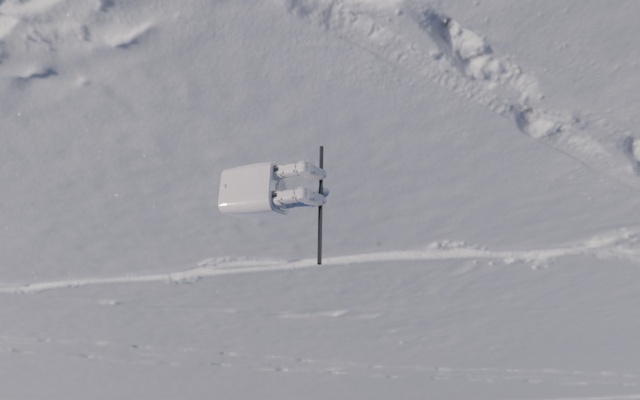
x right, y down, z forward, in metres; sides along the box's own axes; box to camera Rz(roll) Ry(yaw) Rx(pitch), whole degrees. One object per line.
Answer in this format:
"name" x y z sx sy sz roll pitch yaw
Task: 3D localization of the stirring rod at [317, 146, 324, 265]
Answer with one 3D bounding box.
"stirring rod" 0.000 0.003 0.887 0.011 0.239 0.011 1 -26 0
